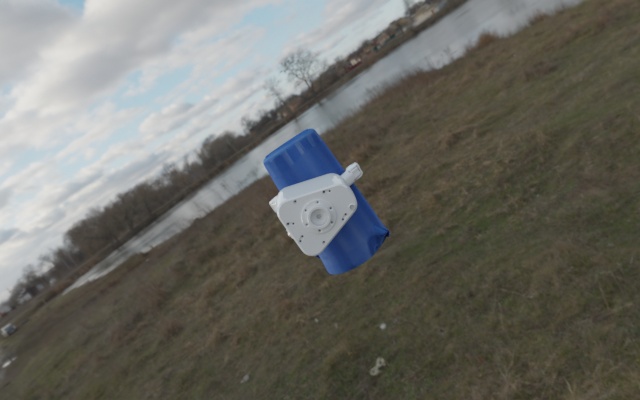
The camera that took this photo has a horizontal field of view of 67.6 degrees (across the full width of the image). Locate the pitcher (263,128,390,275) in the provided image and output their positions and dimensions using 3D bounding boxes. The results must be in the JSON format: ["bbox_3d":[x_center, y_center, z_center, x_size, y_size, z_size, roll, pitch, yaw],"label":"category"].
[{"bbox_3d":[0.000,0.003,0.852,0.149,0.243,0.145,-33,10,4],"label":"pitcher"}]
